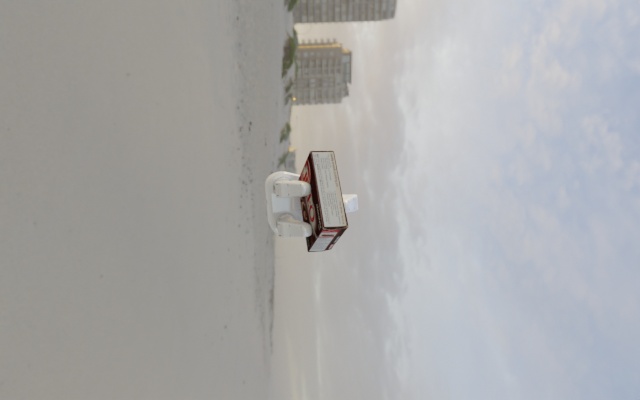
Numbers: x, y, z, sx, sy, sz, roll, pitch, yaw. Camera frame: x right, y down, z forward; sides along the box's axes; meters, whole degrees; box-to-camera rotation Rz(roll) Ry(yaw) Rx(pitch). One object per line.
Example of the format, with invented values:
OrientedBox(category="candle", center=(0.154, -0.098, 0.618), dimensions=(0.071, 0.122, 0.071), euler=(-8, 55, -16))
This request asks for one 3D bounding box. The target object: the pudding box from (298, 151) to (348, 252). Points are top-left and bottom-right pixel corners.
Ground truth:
OrientedBox(category="pudding box", center=(0.000, 0.002, 0.642), dimensions=(0.039, 0.113, 0.090), euler=(-5, -23, -16))
